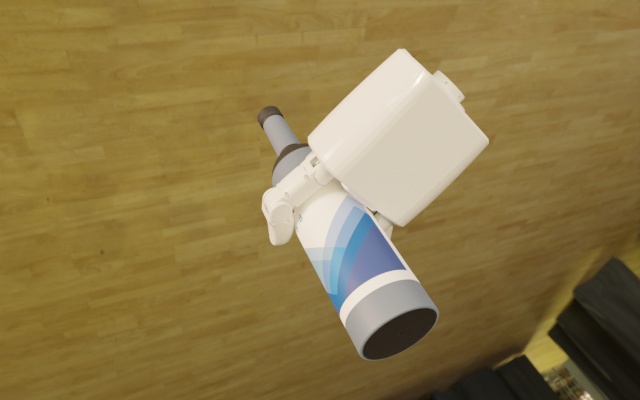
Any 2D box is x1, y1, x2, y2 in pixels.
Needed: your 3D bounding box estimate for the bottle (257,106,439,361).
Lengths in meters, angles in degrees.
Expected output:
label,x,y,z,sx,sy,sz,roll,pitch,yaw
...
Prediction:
label,x,y,z,sx,sy,sz,roll,pitch,yaw
bottle,0.000,0.002,0.443,0.069,0.069,0.295,0,41,-32
